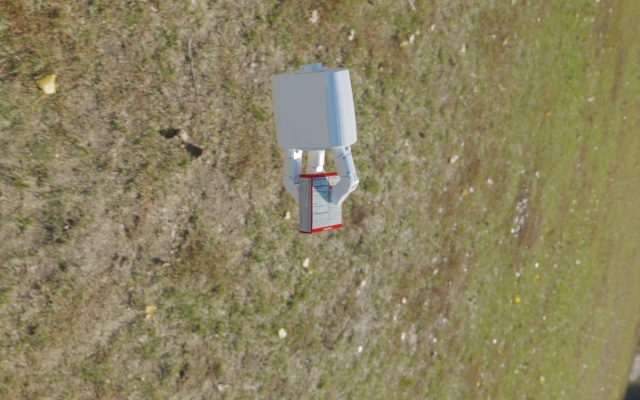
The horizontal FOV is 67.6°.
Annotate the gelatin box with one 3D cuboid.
[{"bbox_3d":[0.000,0.003,0.732,0.030,0.089,0.073,5,8,40],"label":"gelatin box"}]
